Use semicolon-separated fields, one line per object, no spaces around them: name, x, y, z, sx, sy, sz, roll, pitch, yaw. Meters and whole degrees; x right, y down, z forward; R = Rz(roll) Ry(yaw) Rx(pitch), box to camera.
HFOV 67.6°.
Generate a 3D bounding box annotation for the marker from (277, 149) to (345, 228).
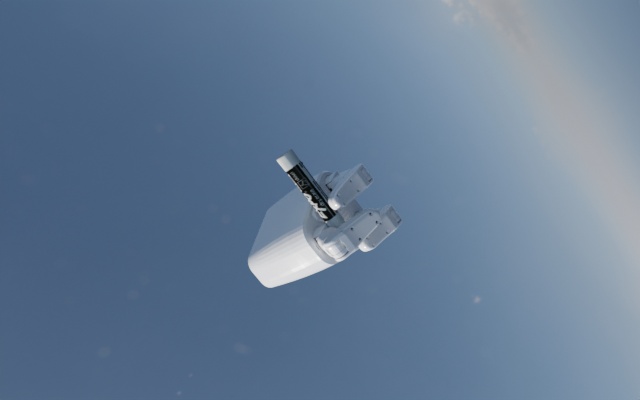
marker;0.000;0.002;0.479;0.020;0.121;0.020;-36;10;8
